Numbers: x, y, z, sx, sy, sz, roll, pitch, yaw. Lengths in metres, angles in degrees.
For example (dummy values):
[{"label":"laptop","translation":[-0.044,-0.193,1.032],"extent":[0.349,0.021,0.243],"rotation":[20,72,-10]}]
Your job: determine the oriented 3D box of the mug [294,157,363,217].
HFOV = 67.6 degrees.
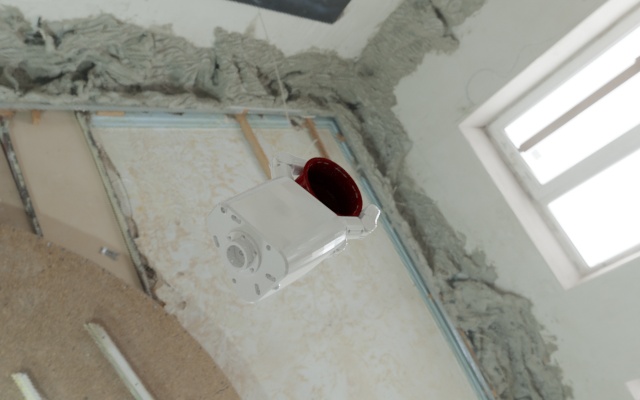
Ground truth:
[{"label":"mug","translation":[0.001,0.002,0.625],"extent":[0.081,0.093,0.117],"rotation":[-42,-11,36]}]
